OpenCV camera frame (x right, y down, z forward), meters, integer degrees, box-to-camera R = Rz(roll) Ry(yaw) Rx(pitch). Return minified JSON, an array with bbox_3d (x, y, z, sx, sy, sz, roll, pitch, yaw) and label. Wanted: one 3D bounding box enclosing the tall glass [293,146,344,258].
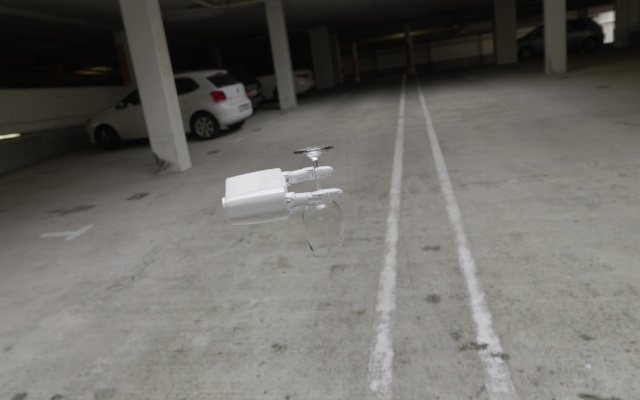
[{"bbox_3d":[0.000,0.002,0.892,0.079,0.201,0.079,-8,13,2],"label":"tall glass"}]
